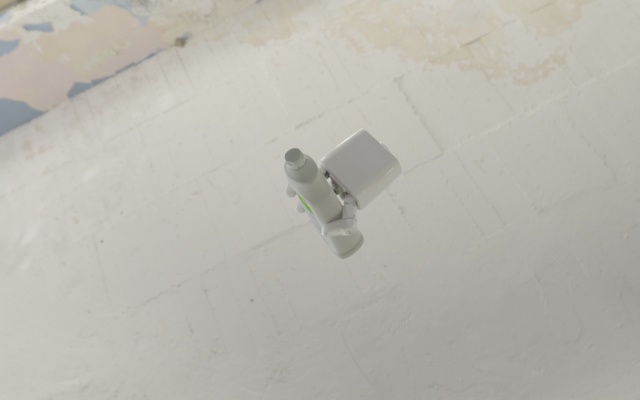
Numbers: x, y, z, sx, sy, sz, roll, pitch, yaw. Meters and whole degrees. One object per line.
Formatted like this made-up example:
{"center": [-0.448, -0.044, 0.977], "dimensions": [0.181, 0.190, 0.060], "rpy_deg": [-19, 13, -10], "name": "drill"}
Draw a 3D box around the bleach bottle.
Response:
{"center": [0.000, 0.003, 0.836], "dimensions": [0.102, 0.068, 0.251], "rpy_deg": [43, -11, 38], "name": "bleach bottle"}
